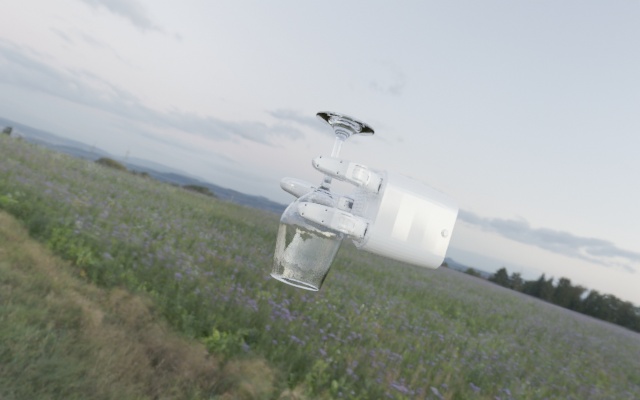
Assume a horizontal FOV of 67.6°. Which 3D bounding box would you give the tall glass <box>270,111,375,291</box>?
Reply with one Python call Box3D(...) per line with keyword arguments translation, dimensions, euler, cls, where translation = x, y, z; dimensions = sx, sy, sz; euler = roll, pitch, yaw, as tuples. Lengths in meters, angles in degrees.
Box3D(translation=(0.000, 0.001, 0.566), dimensions=(0.079, 0.201, 0.079), euler=(18, -4, 1), cls="tall glass")
